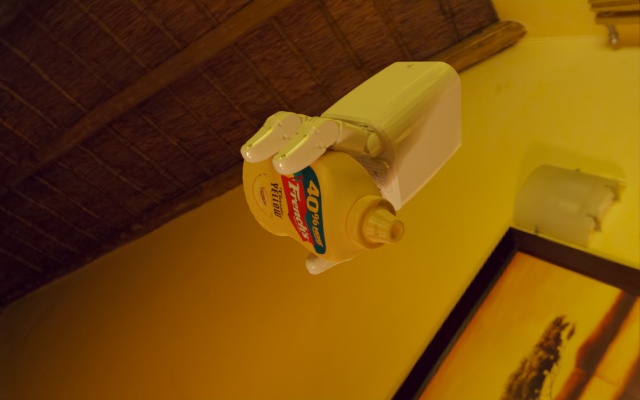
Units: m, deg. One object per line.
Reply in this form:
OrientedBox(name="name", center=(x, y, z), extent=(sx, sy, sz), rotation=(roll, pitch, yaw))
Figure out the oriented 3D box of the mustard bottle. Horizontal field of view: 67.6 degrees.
OrientedBox(name="mustard bottle", center=(0.000, 0.001, 0.416), extent=(0.058, 0.096, 0.191), rotation=(-16, 22, -32))
